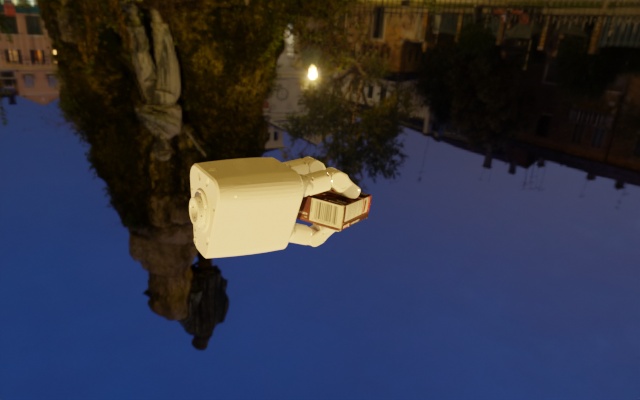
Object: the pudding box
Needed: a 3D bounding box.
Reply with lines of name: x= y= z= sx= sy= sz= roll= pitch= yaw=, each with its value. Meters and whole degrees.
pudding box: x=0.000 y=0.002 z=0.649 sx=0.113 sy=0.039 sz=0.090 roll=17 pitch=18 yaw=25
